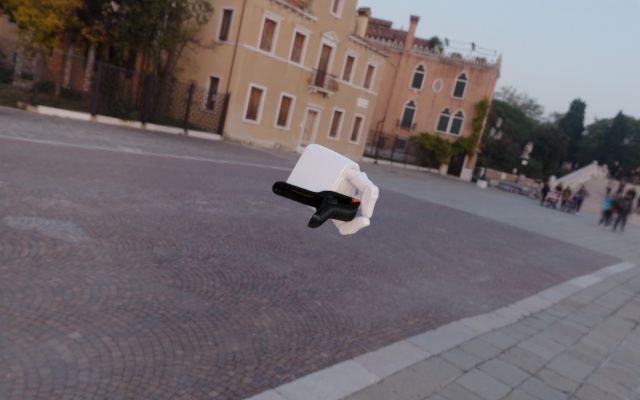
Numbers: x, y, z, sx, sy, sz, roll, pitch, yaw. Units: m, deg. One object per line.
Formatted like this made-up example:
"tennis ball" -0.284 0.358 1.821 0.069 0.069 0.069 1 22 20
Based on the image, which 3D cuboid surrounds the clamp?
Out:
"clamp" 0.001 0.002 0.824 0.120 0.039 0.171 44 24 27
